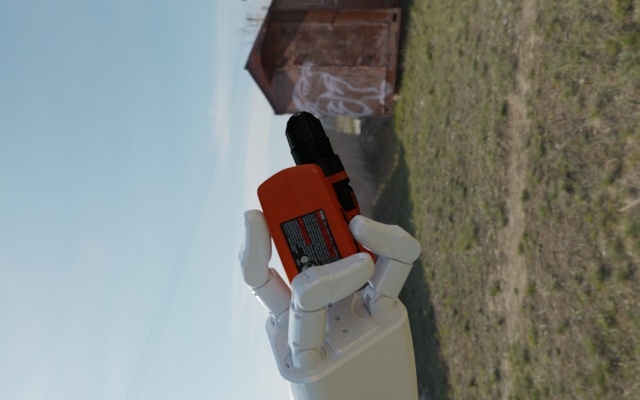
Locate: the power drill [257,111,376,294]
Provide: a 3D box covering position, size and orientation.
[{"bbox_3d":[0.000,0.002,0.436,0.057,0.184,0.187,-22,3,11],"label":"power drill"}]
